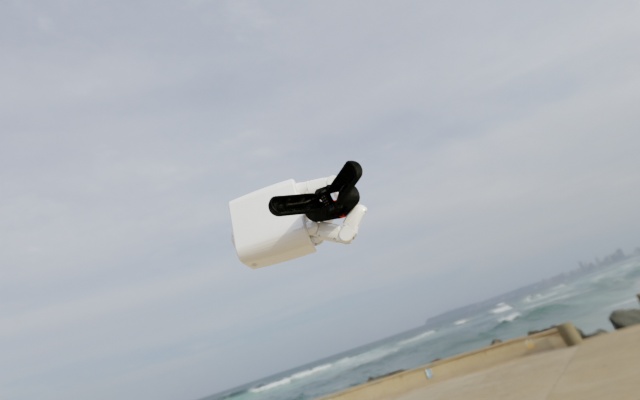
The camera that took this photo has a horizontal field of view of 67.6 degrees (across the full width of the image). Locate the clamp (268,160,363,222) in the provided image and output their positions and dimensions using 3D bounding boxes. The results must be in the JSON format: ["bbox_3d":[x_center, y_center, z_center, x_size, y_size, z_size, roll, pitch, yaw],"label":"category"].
[{"bbox_3d":[0.000,0.001,0.627,0.120,0.039,0.171,-17,-18,2],"label":"clamp"}]
